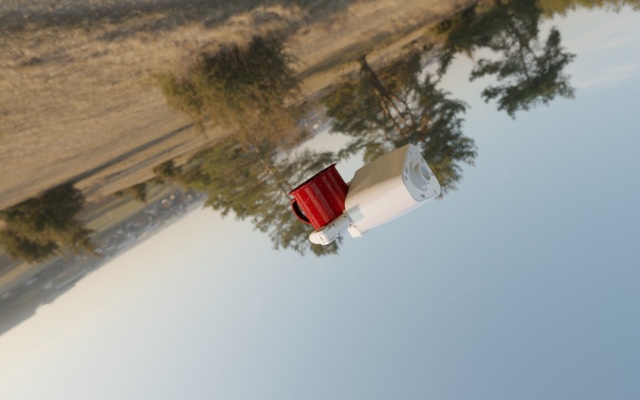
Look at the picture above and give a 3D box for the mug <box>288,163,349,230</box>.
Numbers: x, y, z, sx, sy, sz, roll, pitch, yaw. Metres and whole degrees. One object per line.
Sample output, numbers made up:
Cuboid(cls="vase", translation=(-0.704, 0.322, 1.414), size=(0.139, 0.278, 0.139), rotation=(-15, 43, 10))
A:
Cuboid(cls="mug", translation=(-0.001, 0.003, 0.776), size=(0.117, 0.081, 0.093), rotation=(-29, 7, 37))
